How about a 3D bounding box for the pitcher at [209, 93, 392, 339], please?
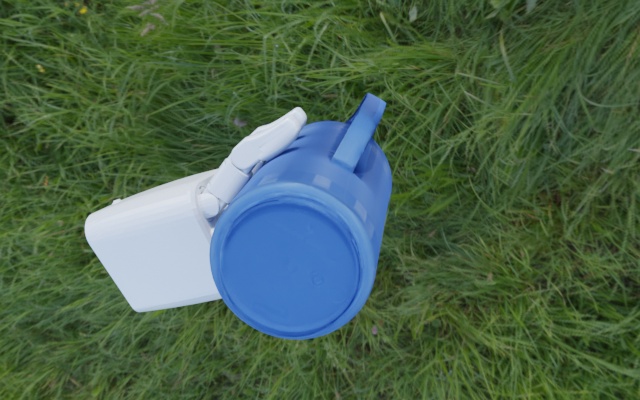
[{"bbox_3d":[0.000,0.001,0.406,0.145,0.149,0.242,-14,13,11],"label":"pitcher"}]
